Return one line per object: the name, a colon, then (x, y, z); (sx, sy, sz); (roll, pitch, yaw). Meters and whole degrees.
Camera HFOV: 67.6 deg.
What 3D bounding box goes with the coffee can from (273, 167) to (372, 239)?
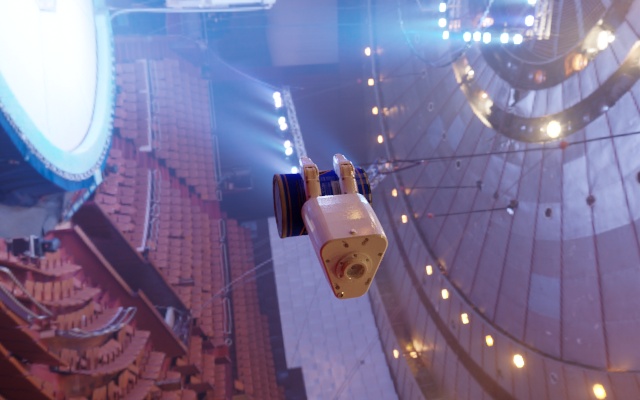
coffee can: (0.000, 0.002, 0.763); (0.140, 0.103, 0.103); (-6, 1, -12)
